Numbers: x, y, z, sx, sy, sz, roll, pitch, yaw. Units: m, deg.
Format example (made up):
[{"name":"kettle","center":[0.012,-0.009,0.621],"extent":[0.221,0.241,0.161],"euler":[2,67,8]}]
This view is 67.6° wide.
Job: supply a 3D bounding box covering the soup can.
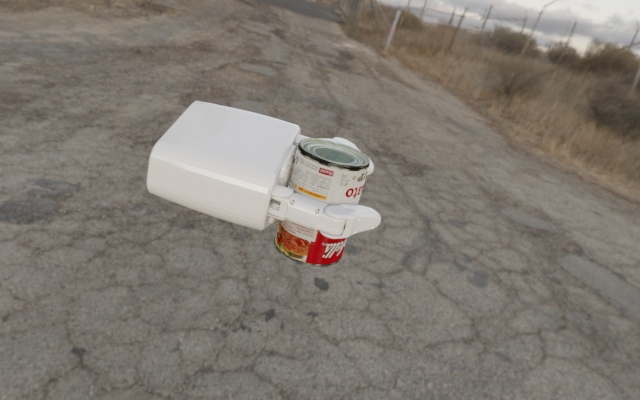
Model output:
[{"name":"soup can","center":[0.001,0.001,0.442],"extent":[0.068,0.102,0.068],"euler":[13,23,-6]}]
